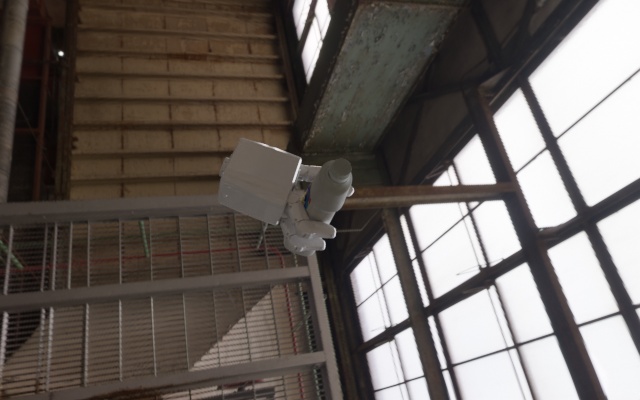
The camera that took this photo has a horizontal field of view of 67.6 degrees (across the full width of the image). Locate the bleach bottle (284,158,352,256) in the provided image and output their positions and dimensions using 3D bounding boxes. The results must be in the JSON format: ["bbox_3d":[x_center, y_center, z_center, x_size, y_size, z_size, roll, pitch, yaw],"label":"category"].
[{"bbox_3d":[0.000,0.003,0.774,0.068,0.102,0.251,20,-31,-6],"label":"bleach bottle"}]
